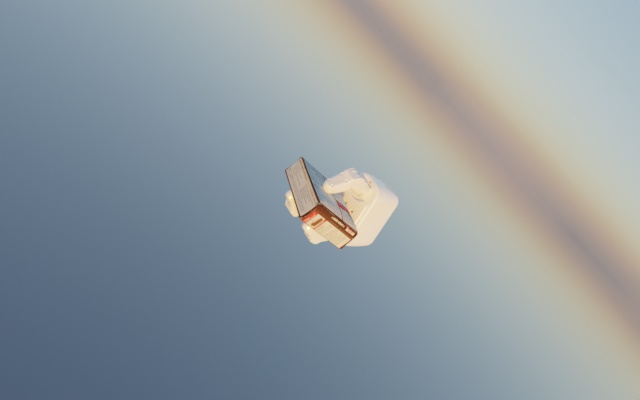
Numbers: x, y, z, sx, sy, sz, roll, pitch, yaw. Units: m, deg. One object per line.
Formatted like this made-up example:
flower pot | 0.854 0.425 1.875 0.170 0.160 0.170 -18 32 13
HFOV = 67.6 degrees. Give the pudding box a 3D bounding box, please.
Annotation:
pudding box | 0.000 0.002 0.668 0.090 0.039 0.113 38 18 -37
